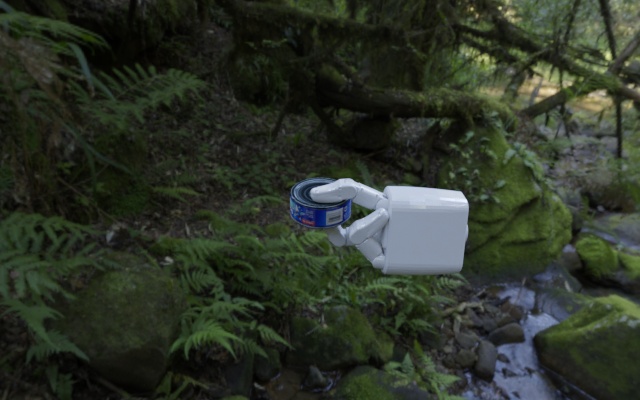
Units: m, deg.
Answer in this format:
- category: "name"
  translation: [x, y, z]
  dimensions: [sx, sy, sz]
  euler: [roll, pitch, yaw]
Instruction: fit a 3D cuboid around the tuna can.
- category: "tuna can"
  translation: [0.000, 0.002, 0.660]
  dimensions: [0.086, 0.034, 0.086]
  euler: [1, 31, 0]
